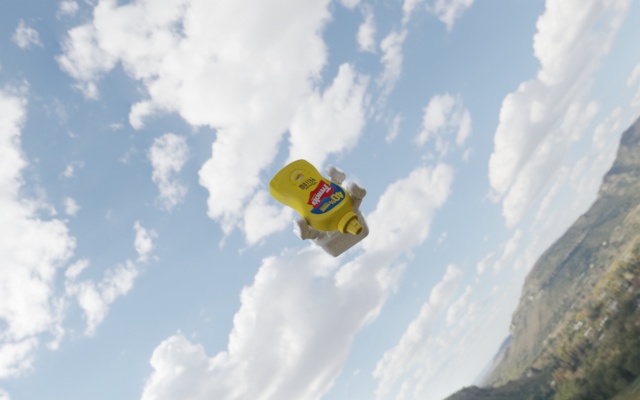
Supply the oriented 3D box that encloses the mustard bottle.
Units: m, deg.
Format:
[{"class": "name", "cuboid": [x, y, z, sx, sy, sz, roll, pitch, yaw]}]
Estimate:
[{"class": "mustard bottle", "cuboid": [0.000, 0.003, 0.877, 0.096, 0.058, 0.191, -37, 59, -27]}]
